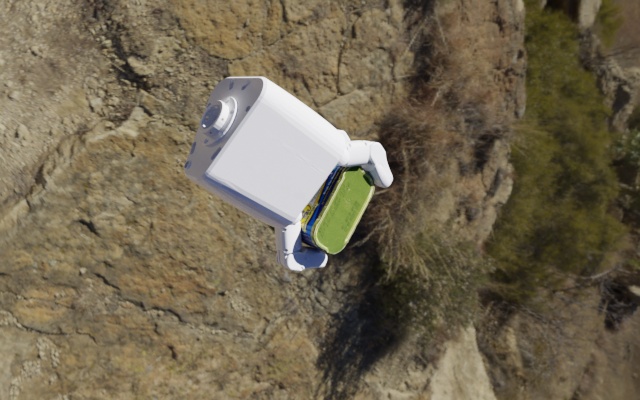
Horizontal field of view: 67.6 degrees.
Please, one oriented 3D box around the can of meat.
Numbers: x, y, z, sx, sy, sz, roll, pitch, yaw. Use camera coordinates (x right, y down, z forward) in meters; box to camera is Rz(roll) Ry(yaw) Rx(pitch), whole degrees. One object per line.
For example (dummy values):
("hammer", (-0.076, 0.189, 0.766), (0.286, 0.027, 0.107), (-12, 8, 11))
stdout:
("can of meat", (0.000, 0.002, 0.525), (0.057, 0.102, 0.084), (35, -12, -40))
